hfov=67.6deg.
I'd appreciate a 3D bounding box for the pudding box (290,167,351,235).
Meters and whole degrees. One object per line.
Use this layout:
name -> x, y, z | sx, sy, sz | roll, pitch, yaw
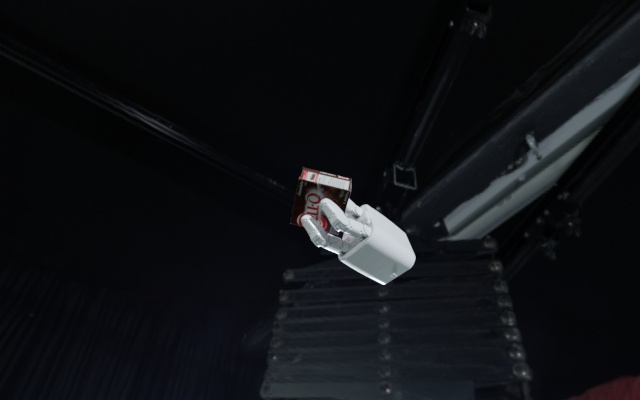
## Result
pudding box -> 0.000, 0.003, 0.834 | 0.090, 0.114, 0.039 | 13, 41, -1
